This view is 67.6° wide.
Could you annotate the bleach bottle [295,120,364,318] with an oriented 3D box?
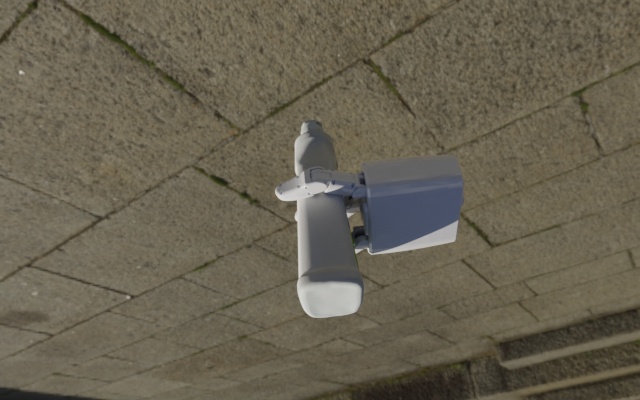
[{"bbox_3d":[0.000,0.002,0.564,0.068,0.250,0.103,-7,-32,0],"label":"bleach bottle"}]
